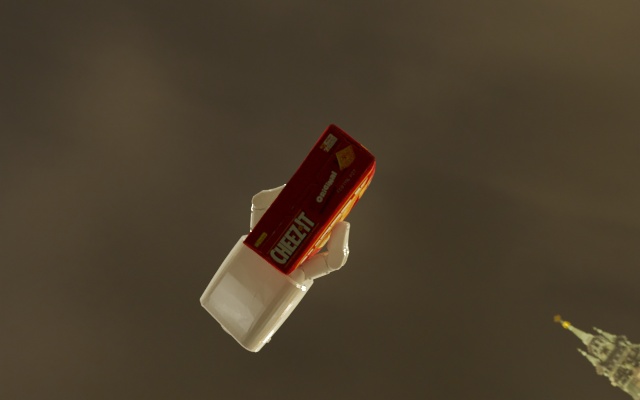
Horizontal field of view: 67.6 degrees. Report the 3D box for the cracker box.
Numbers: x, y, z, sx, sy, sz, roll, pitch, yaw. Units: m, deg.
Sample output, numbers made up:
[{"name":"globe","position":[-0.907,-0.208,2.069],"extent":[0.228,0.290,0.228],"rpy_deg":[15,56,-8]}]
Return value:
[{"name":"cracker box","position":[0.000,0.002,0.614],"extent":[0.072,0.164,0.213],"rpy_deg":[37,4,5]}]
